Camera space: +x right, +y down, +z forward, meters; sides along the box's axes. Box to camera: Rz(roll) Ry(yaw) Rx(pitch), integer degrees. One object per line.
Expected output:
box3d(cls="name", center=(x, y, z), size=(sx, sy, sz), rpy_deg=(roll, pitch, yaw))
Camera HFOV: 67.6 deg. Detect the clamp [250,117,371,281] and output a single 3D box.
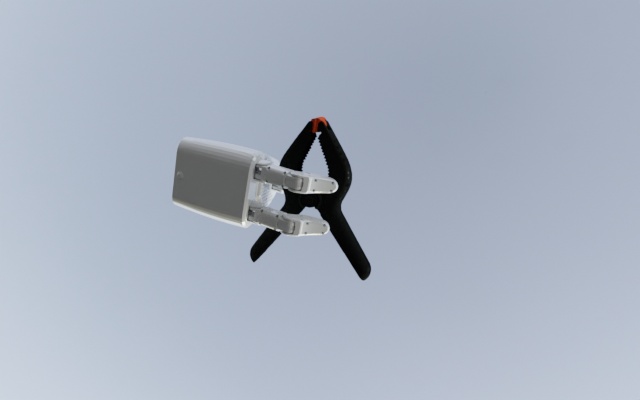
box3d(cls="clamp", center=(0.000, 0.001, 0.610), size=(0.164, 0.210, 0.036), rpy_deg=(14, 16, 10))
